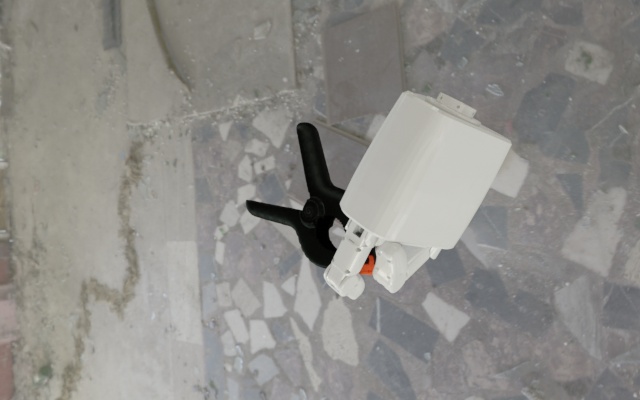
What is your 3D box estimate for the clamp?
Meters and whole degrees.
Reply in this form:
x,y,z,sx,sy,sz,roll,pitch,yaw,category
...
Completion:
x,y,z,sx,sy,sz,roll,pitch,yaw,category
0.000,0.002,0.480,0.171,0.120,0.039,37,22,31,clamp
